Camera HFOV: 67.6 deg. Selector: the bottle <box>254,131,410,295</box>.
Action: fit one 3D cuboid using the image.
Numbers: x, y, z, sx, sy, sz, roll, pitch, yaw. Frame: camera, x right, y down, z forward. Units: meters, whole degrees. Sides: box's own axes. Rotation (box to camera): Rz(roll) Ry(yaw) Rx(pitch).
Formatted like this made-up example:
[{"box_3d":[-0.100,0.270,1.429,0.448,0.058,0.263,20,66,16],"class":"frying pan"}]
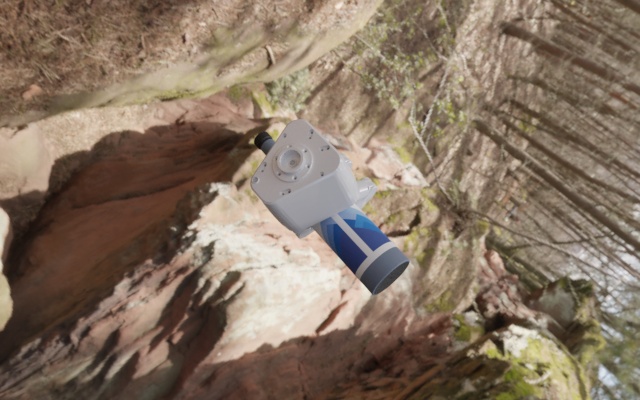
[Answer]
[{"box_3d":[0.000,0.002,0.678,0.295,0.069,0.069,47,23,24],"class":"bottle"}]
